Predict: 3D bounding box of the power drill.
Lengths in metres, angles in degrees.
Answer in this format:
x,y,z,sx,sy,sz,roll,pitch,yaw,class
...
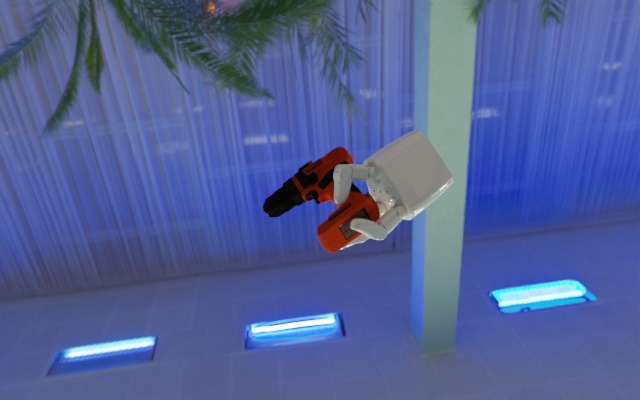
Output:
x,y,z,sx,sy,sz,roll,pitch,yaw,class
0.001,0.003,0.796,0.184,0.057,0.187,-37,40,1,power drill
